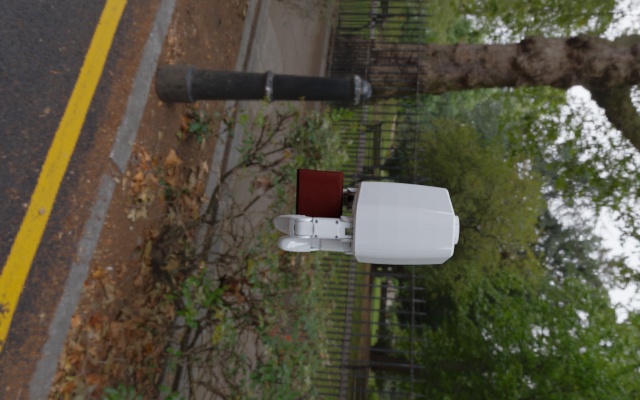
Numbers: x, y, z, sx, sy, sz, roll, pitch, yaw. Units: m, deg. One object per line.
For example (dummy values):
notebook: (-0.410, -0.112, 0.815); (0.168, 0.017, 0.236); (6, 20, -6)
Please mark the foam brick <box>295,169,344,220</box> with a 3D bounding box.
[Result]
foam brick: (0.000, 0.002, 0.571); (0.051, 0.078, 0.053); (3, 5, 8)
